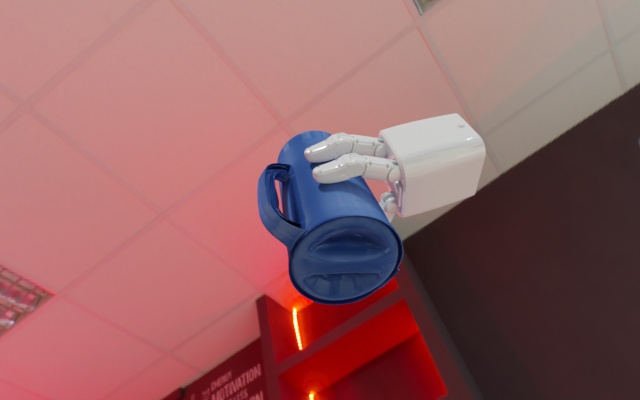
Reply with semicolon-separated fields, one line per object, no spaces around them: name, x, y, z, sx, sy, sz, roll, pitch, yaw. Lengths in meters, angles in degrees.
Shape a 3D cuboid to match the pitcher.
pitcher;0.000;0.002;0.623;0.145;0.149;0.242;-16;37;-2
